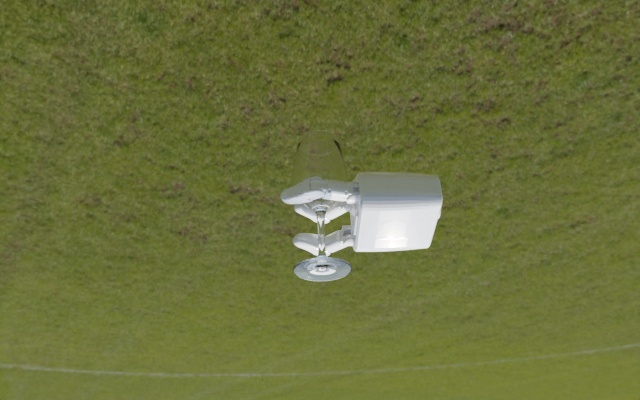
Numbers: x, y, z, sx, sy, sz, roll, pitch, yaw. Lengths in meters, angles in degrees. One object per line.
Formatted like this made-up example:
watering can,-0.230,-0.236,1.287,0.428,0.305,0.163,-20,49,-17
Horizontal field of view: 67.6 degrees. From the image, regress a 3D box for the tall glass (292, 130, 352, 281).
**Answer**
tall glass,0.000,0.003,0.649,0.079,0.201,0.079,-2,-30,-1
